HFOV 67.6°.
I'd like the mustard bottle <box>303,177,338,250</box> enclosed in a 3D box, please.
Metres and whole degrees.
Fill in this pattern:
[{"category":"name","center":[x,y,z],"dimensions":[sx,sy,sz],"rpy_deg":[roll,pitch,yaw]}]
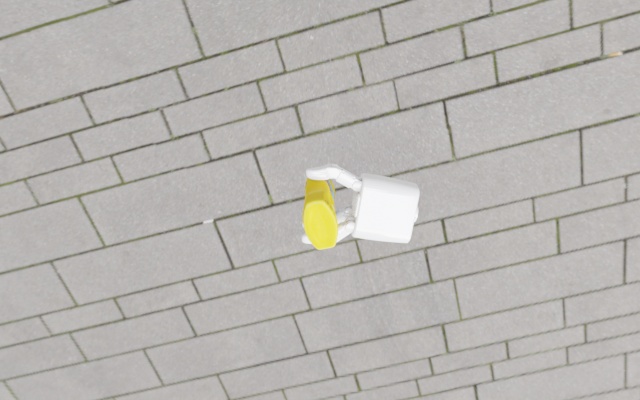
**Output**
[{"category":"mustard bottle","center":[0.000,0.003,0.883],"dimensions":[0.058,0.096,0.191],"rpy_deg":[-13,25,6]}]
